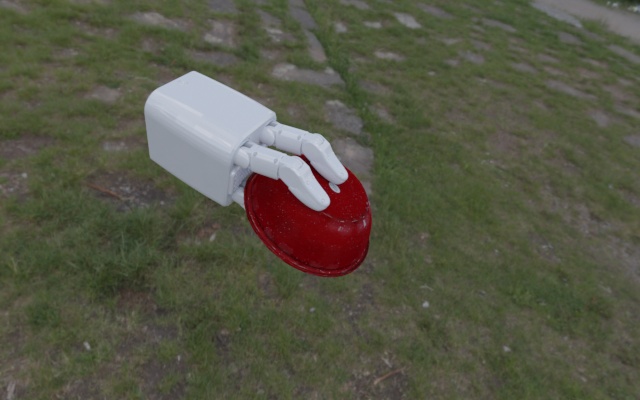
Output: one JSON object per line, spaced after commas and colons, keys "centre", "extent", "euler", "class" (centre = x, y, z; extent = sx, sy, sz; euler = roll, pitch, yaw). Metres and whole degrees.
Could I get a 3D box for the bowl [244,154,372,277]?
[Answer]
{"centre": [0.001, 0.002, 0.528], "extent": [0.162, 0.162, 0.055], "euler": [0, -37, -38], "class": "bowl"}
